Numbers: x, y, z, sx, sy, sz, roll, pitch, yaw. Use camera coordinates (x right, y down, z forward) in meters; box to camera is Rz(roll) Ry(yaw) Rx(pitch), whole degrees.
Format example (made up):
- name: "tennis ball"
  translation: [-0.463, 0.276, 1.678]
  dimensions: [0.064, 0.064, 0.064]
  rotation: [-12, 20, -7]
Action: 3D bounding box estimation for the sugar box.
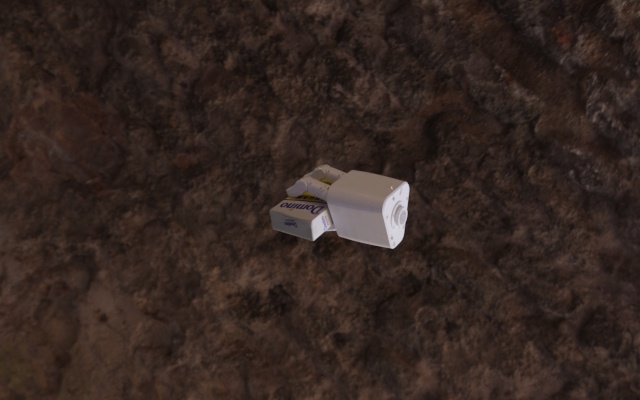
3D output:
- name: "sugar box"
  translation: [0.000, 0.002, 0.859]
  dimensions: [0.093, 0.048, 0.176]
  rotation: [13, 32, 33]
